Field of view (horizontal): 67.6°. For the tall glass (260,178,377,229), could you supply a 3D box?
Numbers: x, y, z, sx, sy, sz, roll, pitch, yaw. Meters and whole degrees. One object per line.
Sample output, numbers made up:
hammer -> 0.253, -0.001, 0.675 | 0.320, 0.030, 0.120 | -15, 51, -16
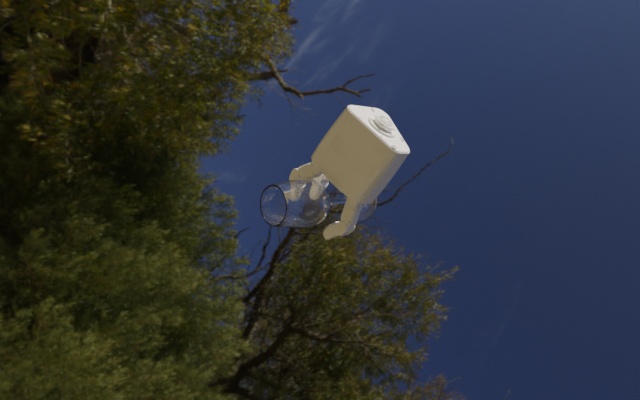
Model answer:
tall glass -> 0.001, 0.003, 0.769 | 0.079, 0.079, 0.201 | 0, 3, 45
